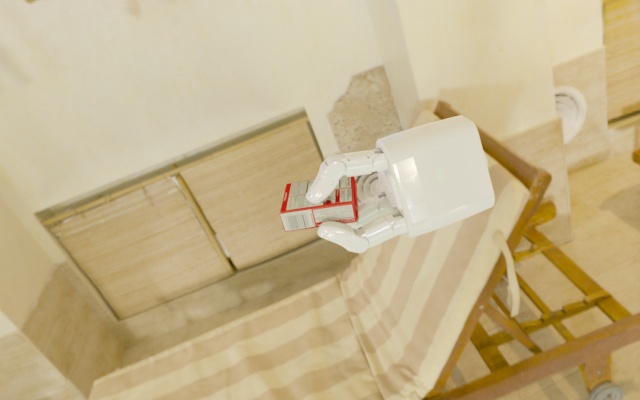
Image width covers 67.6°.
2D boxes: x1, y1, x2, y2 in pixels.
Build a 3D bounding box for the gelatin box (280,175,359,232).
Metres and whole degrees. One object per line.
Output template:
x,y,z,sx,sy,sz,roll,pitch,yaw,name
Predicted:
0.000,0.002,0.571,0.089,0.030,0.073,-8,29,7,gelatin box
